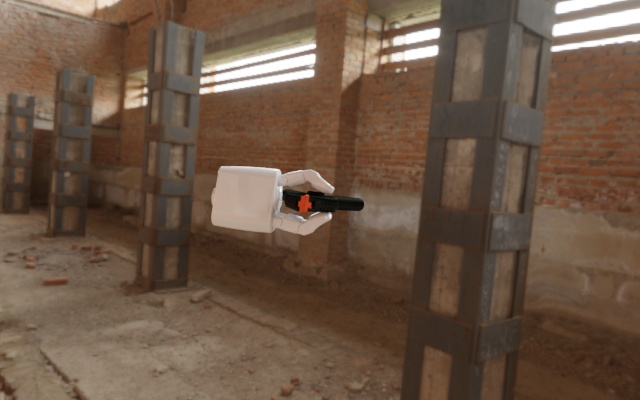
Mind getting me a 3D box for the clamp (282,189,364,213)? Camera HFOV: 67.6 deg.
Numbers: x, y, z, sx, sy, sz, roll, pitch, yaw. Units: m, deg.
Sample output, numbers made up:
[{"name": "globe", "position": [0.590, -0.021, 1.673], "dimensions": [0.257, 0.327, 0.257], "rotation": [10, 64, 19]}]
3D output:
[{"name": "clamp", "position": [0.000, 0.002, 0.853], "dimensions": [0.164, 0.036, 0.210], "rotation": [6, 3, 2]}]
